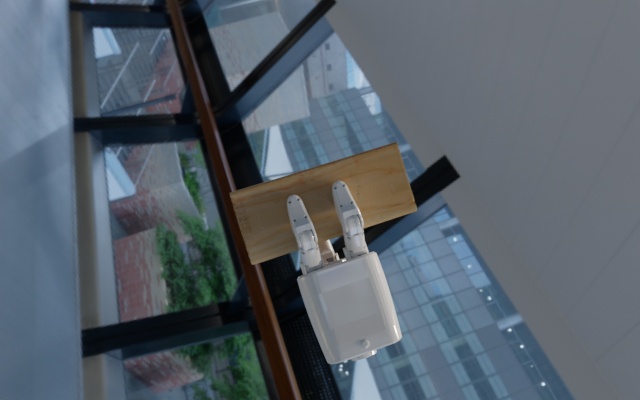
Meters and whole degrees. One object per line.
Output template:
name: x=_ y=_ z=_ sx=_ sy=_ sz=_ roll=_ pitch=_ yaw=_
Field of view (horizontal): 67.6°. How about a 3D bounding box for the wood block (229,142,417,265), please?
wood block: x=0.000 y=0.002 z=0.599 sx=0.206 sy=0.090 sz=0.091 roll=-17 pitch=2 yaw=-7
